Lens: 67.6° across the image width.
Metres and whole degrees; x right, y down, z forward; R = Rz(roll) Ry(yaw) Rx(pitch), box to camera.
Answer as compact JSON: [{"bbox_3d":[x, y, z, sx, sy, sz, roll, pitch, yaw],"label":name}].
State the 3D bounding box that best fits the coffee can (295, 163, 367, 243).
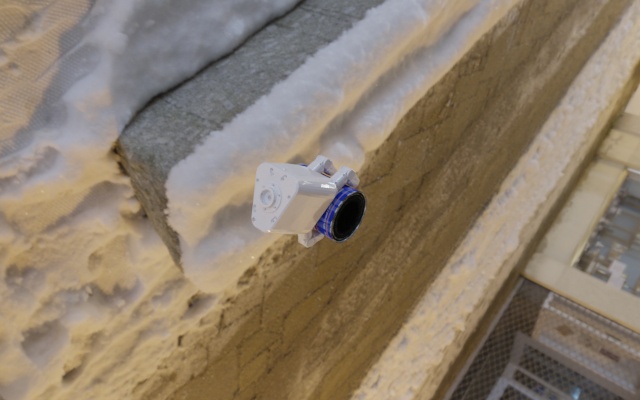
[{"bbox_3d":[0.000,0.003,0.889,0.140,0.103,0.103,28,15,32],"label":"coffee can"}]
